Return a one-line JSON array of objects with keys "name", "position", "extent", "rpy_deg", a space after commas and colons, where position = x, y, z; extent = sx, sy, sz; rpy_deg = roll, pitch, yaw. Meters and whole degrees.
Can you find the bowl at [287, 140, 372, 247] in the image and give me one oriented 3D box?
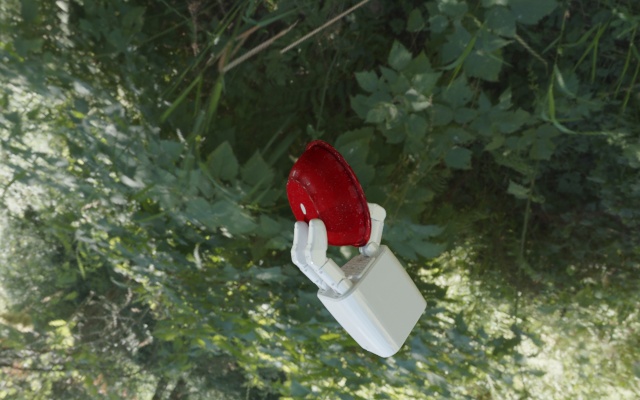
[{"name": "bowl", "position": [-0.001, 0.001, 0.651], "extent": [0.055, 0.162, 0.162], "rpy_deg": [-25, 10, -21]}]
